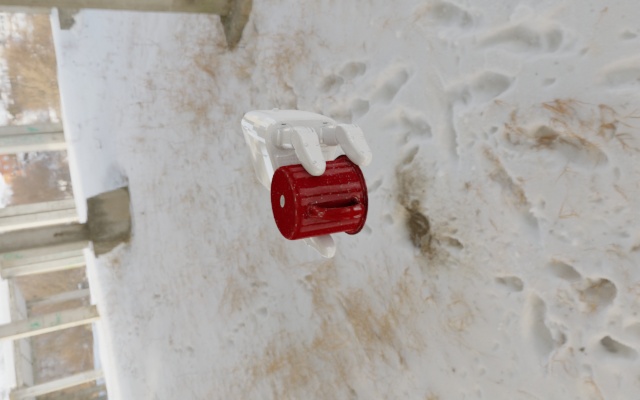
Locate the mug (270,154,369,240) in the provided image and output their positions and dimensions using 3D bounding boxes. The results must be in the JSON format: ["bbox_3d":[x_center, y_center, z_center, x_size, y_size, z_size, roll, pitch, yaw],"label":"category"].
[{"bbox_3d":[0.001,0.002,0.517,0.081,0.093,0.117,-8,19,-25],"label":"mug"}]
